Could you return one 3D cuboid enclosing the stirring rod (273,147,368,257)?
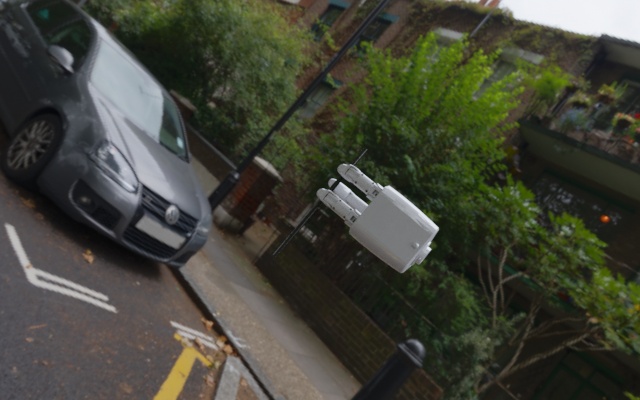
[{"bbox_3d":[0.000,0.003,0.813,0.011,0.239,0.011,40,-2,2],"label":"stirring rod"}]
